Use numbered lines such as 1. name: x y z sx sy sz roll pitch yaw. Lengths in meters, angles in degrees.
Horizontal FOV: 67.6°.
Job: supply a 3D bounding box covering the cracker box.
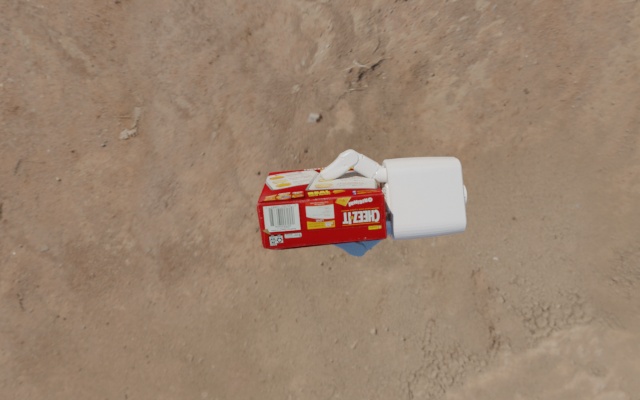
1. cracker box: 0.000 0.002 0.706 0.164 0.072 0.213 -5 14 0
